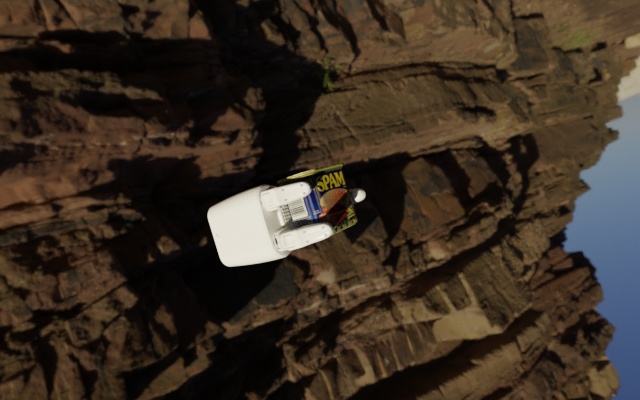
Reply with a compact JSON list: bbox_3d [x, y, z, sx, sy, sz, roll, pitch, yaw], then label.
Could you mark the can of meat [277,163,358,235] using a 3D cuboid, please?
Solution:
[{"bbox_3d":[0.000,0.002,0.624,0.057,0.084,0.102,-17,1,34],"label":"can of meat"}]
